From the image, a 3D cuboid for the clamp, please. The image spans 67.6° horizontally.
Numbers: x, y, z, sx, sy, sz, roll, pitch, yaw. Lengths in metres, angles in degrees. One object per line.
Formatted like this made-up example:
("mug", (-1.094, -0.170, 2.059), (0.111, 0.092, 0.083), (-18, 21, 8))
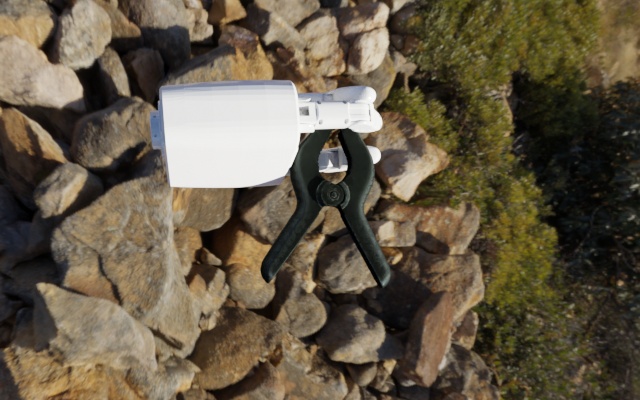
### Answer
("clamp", (0.000, 0.001, 0.442), (0.120, 0.171, 0.039), (-5, -4, -15))
